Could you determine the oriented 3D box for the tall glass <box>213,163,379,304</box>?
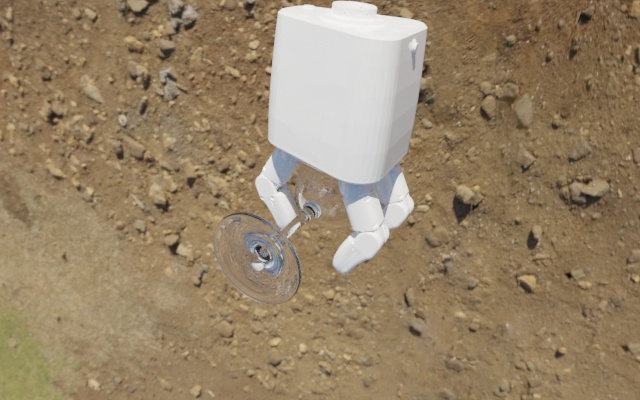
[{"bbox_3d":[0.000,0.002,0.414,0.079,0.079,0.201,0,24,31],"label":"tall glass"}]
